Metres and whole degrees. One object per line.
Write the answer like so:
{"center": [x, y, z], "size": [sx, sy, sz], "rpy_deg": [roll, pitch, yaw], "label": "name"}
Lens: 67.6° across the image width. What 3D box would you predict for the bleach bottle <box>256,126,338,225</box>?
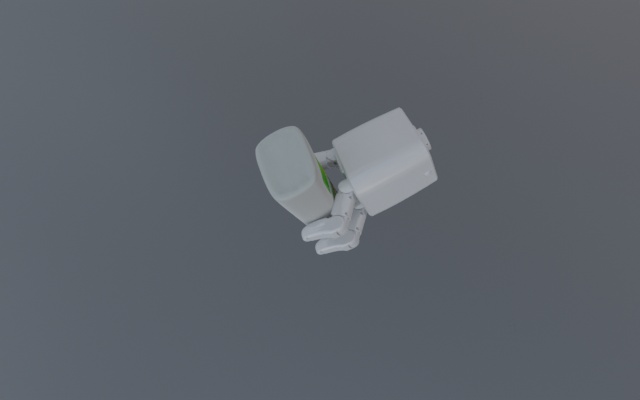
{"center": [0.000, 0.002, 0.675], "size": [0.068, 0.102, 0.251], "rpy_deg": [-27, -29, 9], "label": "bleach bottle"}
